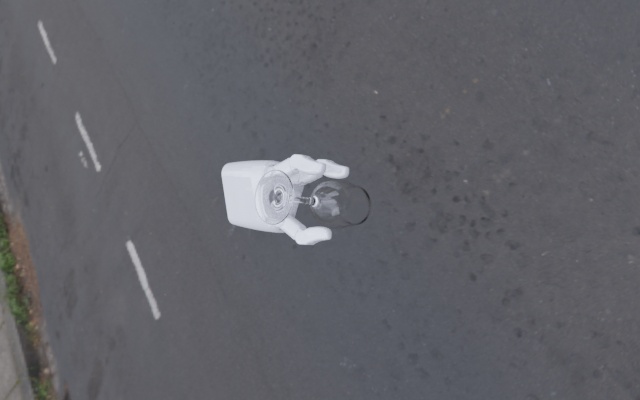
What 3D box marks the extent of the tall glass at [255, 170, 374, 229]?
[{"bbox_3d":[0.000,0.002,0.716,0.079,0.079,0.201,0,-4,40],"label":"tall glass"}]
